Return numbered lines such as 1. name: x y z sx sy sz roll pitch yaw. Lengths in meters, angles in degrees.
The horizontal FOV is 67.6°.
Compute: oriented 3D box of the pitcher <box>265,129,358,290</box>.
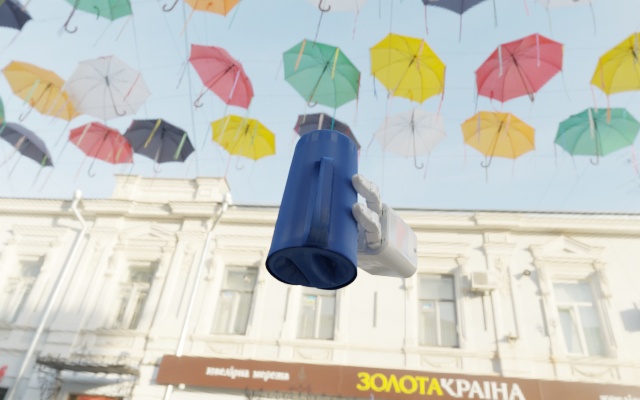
1. pitcher: 0.000 0.003 0.738 0.149 0.242 0.145 -22 -45 35
